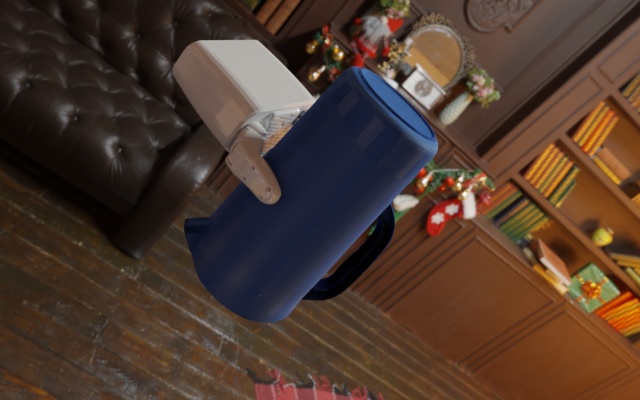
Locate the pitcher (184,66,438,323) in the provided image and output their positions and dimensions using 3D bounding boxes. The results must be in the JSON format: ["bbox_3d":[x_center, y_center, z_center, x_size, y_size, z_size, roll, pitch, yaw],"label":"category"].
[{"bbox_3d":[0.000,0.001,0.465,0.243,0.145,0.149,-46,-17,24],"label":"pitcher"}]
